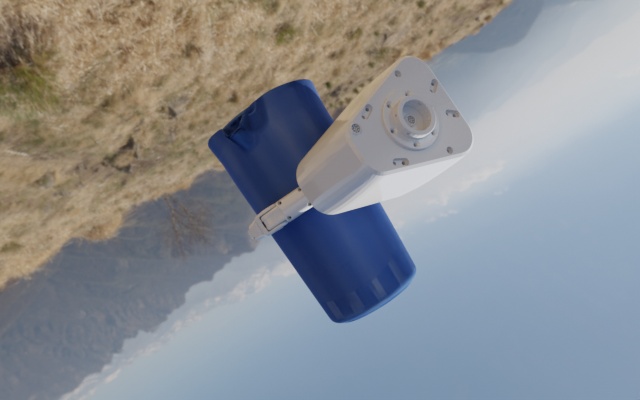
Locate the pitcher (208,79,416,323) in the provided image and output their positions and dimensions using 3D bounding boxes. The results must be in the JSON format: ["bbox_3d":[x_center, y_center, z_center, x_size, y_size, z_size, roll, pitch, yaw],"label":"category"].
[{"bbox_3d":[0.000,0.002,0.526,0.149,0.243,0.145,-31,-3,-25],"label":"pitcher"}]
